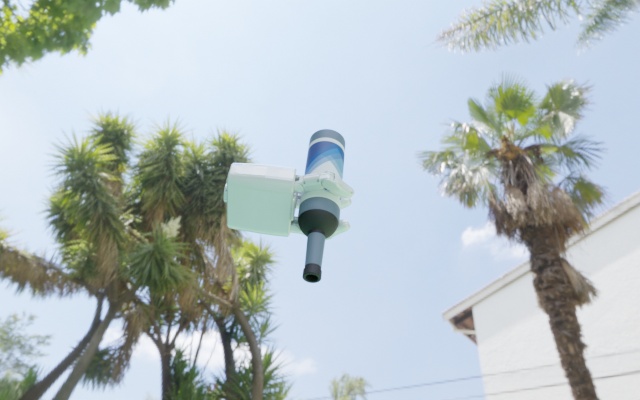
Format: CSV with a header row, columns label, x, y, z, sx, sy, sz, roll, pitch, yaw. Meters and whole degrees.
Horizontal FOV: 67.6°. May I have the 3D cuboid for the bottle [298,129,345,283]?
label,x,y,z,sx,sy,sz,roll,pitch,yaw
bottle,0.000,0.002,0.782,0.069,0.295,0.069,4,-42,3
